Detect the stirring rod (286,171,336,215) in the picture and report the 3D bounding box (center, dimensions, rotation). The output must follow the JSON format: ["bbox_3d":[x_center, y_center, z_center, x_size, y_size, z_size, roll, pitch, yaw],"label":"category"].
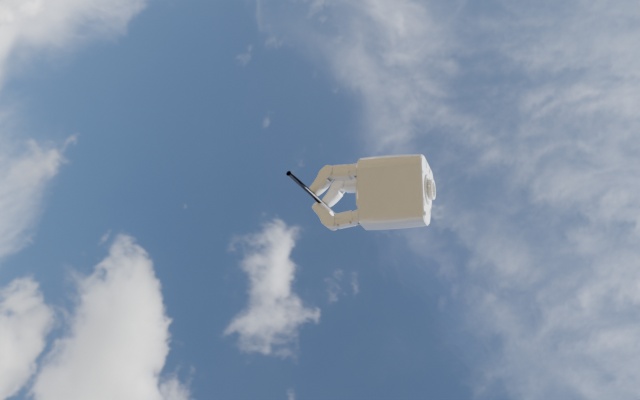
[{"bbox_3d":[0.000,0.003,0.818,0.011,0.011,0.240,0,-21,25],"label":"stirring rod"}]
